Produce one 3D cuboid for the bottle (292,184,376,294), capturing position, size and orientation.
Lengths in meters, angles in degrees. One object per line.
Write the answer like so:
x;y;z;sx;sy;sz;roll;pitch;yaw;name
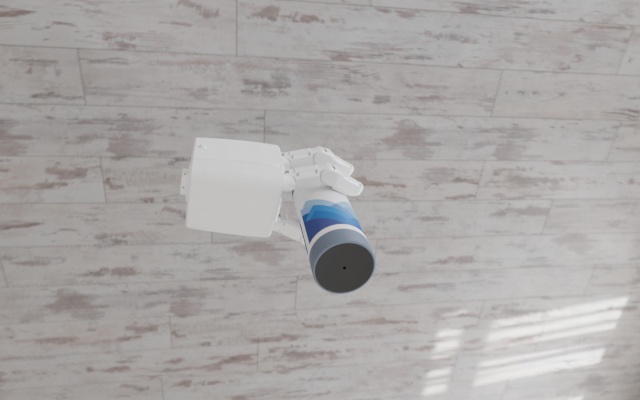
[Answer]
0.000;0.002;0.615;0.069;0.069;0.295;0;27;-11;bottle
